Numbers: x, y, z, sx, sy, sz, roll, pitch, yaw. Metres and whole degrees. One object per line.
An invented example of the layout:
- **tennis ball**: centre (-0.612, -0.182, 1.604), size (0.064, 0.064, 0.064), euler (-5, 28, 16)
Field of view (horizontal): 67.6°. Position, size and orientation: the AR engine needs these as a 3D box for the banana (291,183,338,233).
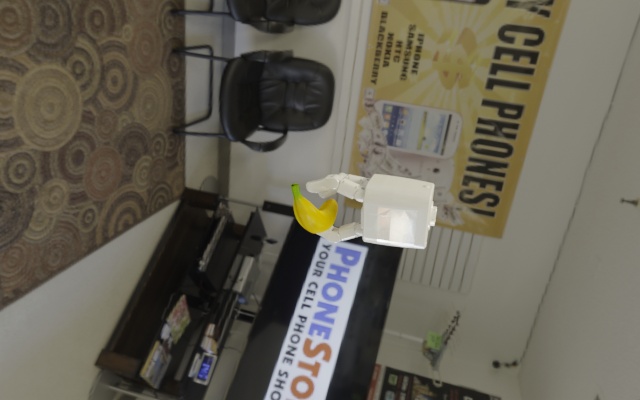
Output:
- **banana**: centre (-0.003, 0.021, 0.787), size (0.037, 0.069, 0.198), euler (4, -6, 17)
